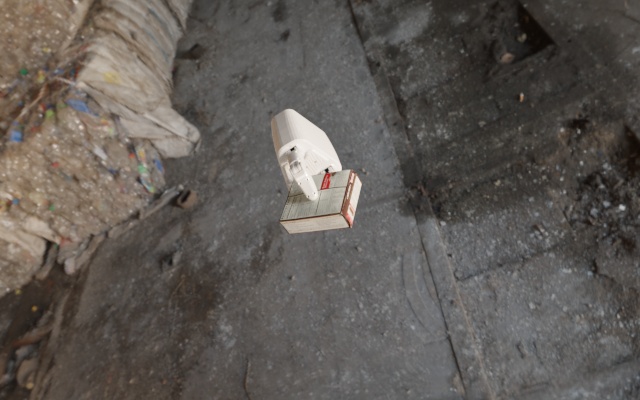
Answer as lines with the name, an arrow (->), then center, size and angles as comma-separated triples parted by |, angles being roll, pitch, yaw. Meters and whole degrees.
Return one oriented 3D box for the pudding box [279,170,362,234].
pudding box -> 0.000, 0.002, 0.734 | 0.113, 0.090, 0.039 | -9, -42, 31
